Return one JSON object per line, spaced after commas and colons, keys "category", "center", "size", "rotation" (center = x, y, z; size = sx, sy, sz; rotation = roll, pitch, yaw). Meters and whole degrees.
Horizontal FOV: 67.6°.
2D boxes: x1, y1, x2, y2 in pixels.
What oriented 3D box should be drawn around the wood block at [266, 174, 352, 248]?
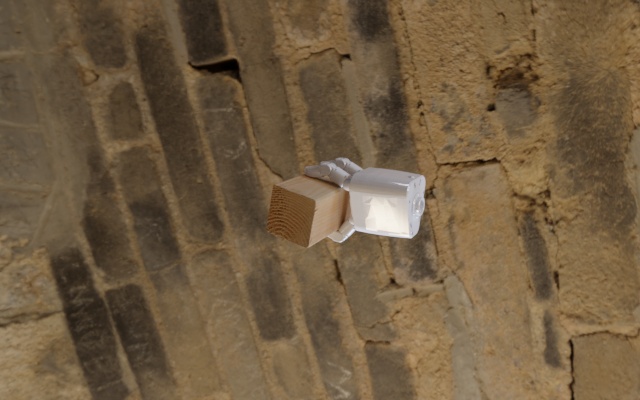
{"category": "wood block", "center": [0.000, 0.003, 0.883], "size": [0.090, 0.091, 0.206], "rotation": [21, 23, 25]}
